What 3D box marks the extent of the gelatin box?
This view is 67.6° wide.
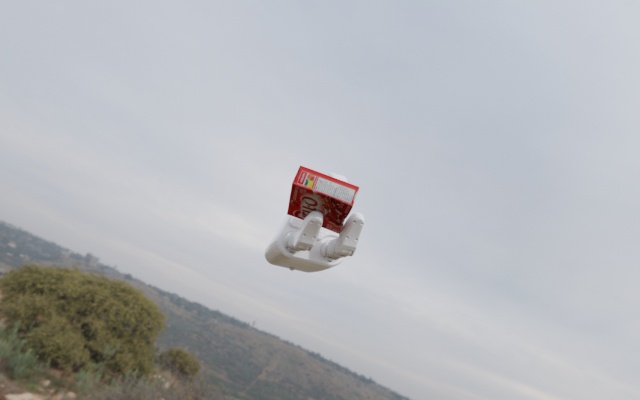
[{"bbox_3d":[0.000,0.001,0.573,0.073,0.030,0.089,21,-27,1],"label":"gelatin box"}]
